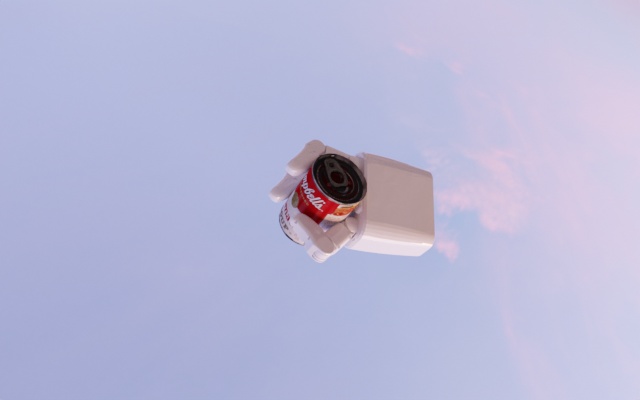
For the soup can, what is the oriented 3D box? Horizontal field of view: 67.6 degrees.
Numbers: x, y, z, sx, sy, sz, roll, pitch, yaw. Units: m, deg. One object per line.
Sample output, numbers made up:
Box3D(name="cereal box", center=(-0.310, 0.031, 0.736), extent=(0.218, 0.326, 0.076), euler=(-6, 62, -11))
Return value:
Box3D(name="soup can", center=(0.000, 0.002, 0.559), extent=(0.068, 0.068, 0.102), euler=(0, -32, -31))
